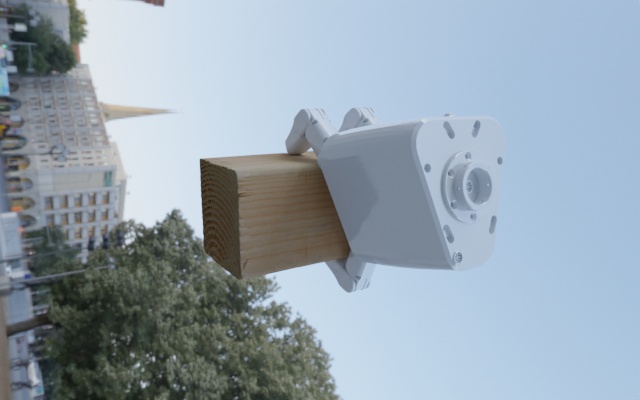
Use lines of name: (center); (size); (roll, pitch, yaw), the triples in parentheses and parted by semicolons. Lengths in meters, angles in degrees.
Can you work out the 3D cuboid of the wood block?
wood block: (0.000, 0.002, 0.456); (0.206, 0.091, 0.090); (-7, 15, -32)
